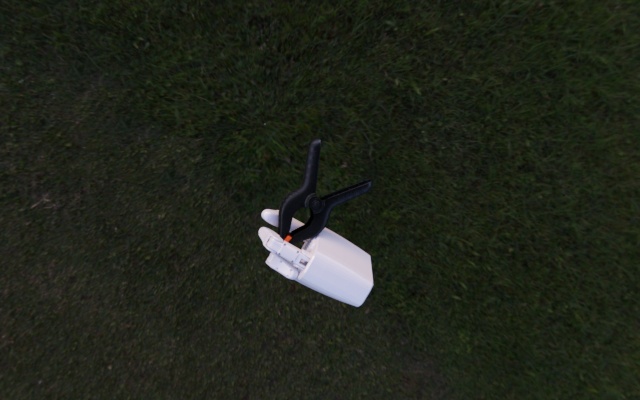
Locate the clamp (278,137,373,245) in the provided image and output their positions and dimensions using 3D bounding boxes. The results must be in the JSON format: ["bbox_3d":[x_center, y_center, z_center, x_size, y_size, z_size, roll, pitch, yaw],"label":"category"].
[{"bbox_3d":[0.000,0.003,0.736,0.120,0.171,0.039,29,5,-10],"label":"clamp"}]
